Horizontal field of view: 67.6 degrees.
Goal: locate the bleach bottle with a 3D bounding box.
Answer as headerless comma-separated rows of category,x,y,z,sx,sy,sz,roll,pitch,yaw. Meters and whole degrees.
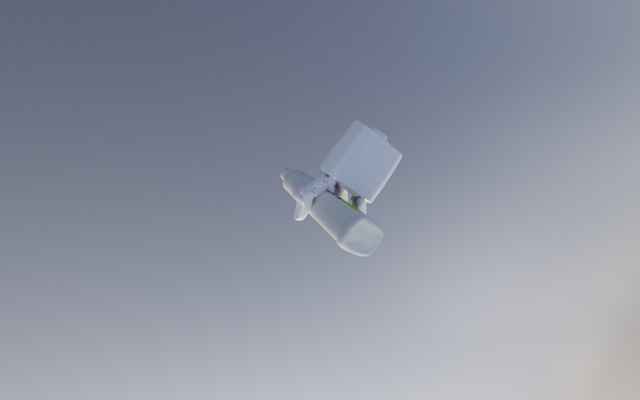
bleach bottle,0.000,0.003,0.871,0.250,0.068,0.102,39,6,40
